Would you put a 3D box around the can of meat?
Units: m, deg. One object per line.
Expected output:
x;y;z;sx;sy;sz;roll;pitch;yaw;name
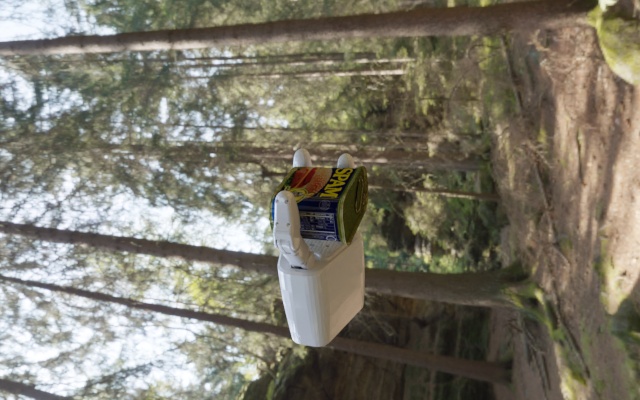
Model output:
0.000;0.002;0.526;0.084;0.057;0.102;3;30;19;can of meat
